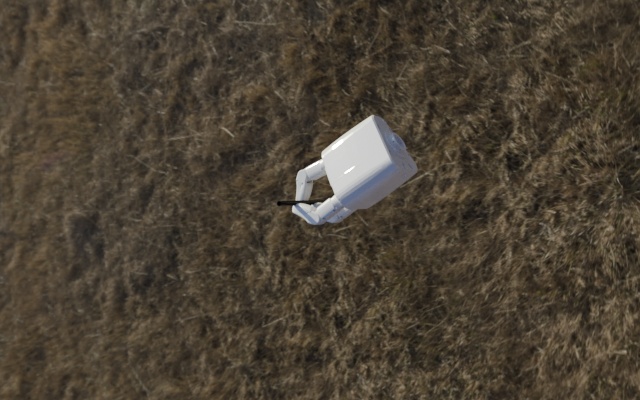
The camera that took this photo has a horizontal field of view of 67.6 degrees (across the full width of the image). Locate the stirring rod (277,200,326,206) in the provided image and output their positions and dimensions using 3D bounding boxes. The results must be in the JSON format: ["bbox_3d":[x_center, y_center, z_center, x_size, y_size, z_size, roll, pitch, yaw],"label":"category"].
[{"bbox_3d":[0.000,0.003,0.838,0.011,0.011,0.239,0,1,32],"label":"stirring rod"}]
